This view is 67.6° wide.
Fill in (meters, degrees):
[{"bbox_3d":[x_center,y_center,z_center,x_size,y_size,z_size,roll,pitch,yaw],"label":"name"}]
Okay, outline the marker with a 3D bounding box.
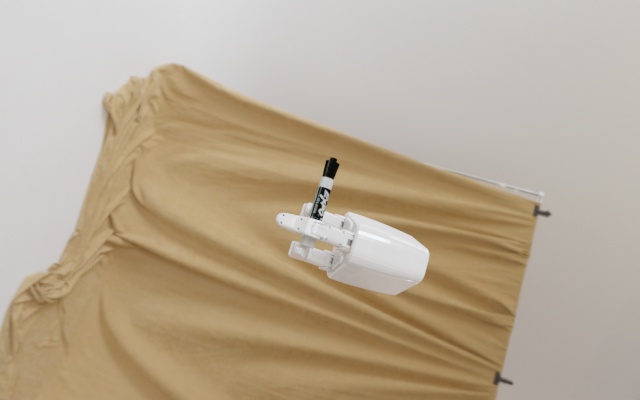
[{"bbox_3d":[0.000,0.002,0.615,0.020,0.121,0.020,17,-9,3],"label":"marker"}]
